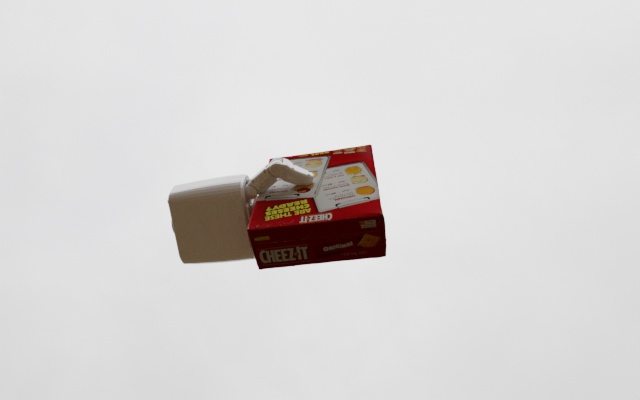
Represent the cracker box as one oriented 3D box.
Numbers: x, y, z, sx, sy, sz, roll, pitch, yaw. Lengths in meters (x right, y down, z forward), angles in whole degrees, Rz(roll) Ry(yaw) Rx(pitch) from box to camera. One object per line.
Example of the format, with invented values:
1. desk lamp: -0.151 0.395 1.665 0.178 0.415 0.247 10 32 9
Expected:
1. cracker box: 0.000 0.002 0.662 0.164 0.072 0.213 -7 29 6
